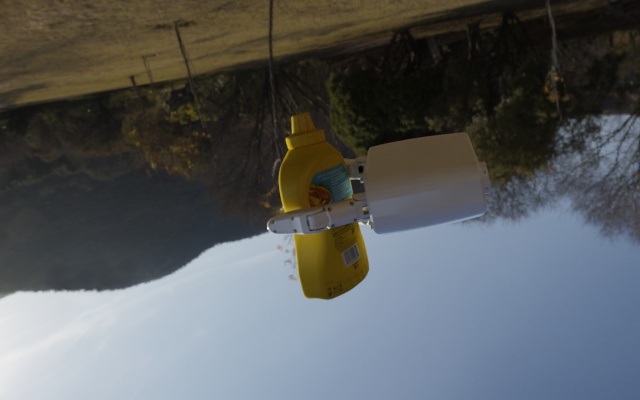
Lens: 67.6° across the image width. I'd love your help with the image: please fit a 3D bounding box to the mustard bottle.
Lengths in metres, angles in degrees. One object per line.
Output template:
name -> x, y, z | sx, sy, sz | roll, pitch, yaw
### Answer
mustard bottle -> 0.000, 0.002, 0.514 | 0.058, 0.192, 0.096 | -5, 13, 38
